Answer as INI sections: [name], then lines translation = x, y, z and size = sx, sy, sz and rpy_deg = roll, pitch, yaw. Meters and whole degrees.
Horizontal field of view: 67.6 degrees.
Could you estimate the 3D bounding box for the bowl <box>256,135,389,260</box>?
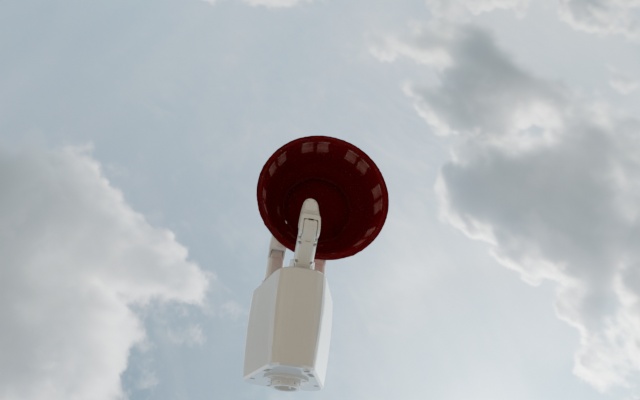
[bowl]
translation = 0.000, 0.001, 0.596
size = 0.162, 0.162, 0.055
rpy_deg = 0, -20, -10
